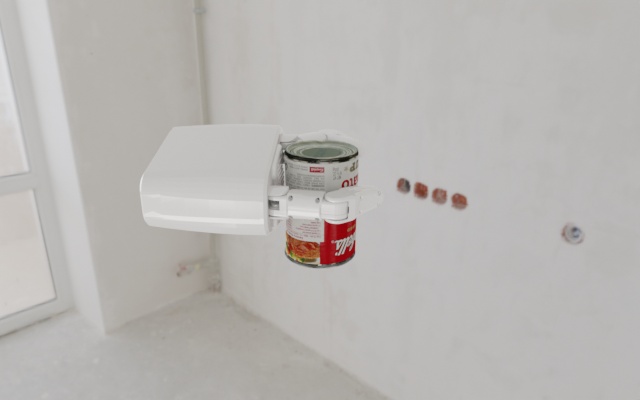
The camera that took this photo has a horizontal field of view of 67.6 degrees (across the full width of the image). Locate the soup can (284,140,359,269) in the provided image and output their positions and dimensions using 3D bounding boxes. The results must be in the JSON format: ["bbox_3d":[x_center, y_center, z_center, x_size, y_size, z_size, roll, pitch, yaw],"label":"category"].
[{"bbox_3d":[0.001,0.001,0.438,0.068,0.102,0.068,1,21,0],"label":"soup can"}]
